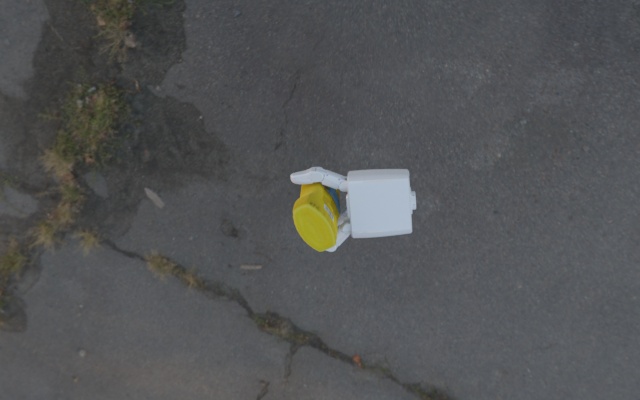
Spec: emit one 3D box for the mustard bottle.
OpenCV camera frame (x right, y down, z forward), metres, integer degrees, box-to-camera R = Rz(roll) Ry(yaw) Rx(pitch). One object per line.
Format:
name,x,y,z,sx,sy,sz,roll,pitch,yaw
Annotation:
mustard bottle,0.000,0.003,0.868,0.058,0.096,0.191,-26,22,20
